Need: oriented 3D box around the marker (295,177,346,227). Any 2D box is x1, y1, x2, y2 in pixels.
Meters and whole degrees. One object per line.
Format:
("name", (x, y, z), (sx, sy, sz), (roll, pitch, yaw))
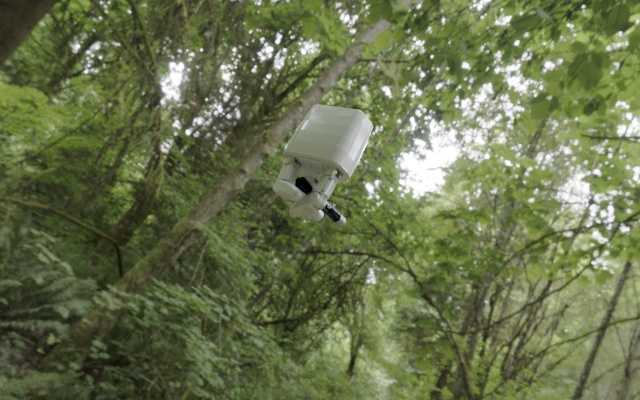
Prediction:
("marker", (0.000, 0.002, 0.742), (0.020, 0.020, 0.121), (0, -34, 42))
